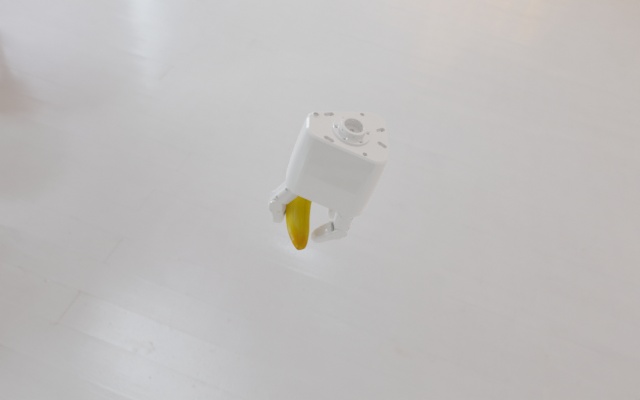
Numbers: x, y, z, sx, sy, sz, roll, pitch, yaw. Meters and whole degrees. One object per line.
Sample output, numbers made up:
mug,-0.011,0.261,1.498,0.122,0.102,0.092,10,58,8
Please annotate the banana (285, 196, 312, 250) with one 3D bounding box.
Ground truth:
banana,-0.014,-0.010,0.727,0.069,0.197,0.037,33,-44,0
